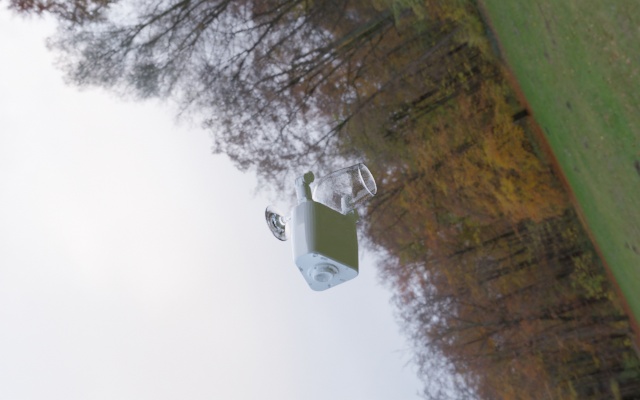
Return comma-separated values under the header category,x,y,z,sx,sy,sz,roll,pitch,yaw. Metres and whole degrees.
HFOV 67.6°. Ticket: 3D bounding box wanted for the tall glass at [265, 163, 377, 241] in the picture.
category,x,y,z,sx,sy,sz,roll,pitch,yaw
tall glass,0.000,0.003,0.863,0.201,0.079,0.079,-27,-11,23
